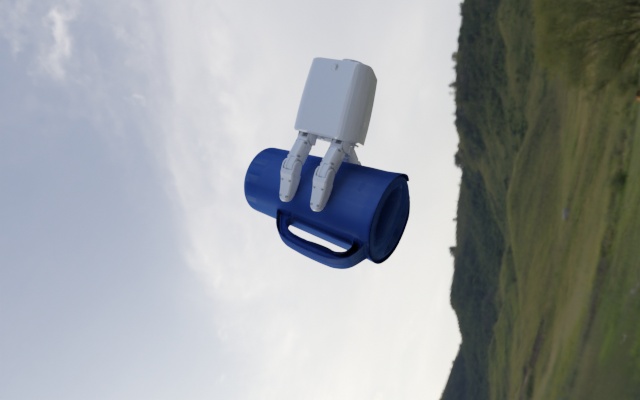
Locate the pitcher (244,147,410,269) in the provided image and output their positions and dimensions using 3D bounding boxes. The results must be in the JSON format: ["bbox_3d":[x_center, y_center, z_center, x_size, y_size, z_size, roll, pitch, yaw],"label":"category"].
[{"bbox_3d":[0.000,0.002,0.716,0.243,0.145,0.149,17,7,29],"label":"pitcher"}]
